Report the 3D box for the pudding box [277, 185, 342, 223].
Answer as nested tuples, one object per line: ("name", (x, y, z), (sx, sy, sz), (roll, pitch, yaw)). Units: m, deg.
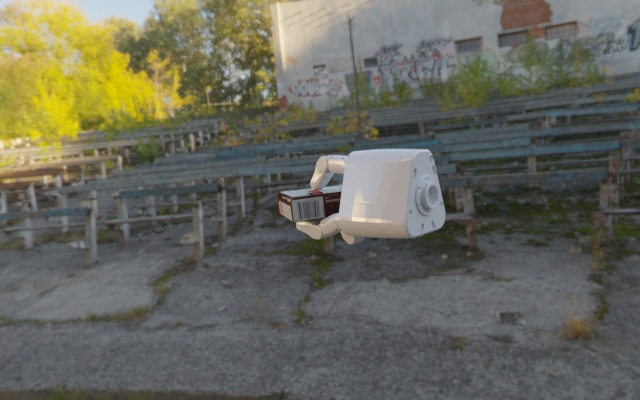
("pudding box", (0.000, 0.002, 0.714), (0.113, 0.039, 0.090), (-6, 7, -17))
